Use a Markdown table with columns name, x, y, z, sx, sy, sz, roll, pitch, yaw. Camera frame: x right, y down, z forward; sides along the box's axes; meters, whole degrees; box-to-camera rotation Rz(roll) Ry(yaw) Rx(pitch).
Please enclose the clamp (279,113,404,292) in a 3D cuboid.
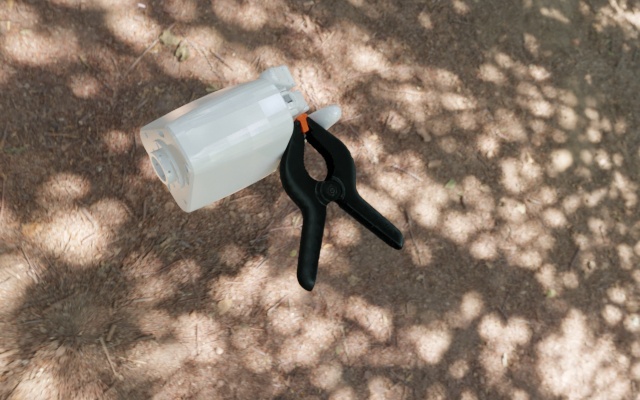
| name | x | y | z | sx | sy | sz | roll | pitch | yaw |
| --- | --- | --- | --- | --- | --- | --- | --- | --- | --- |
| clamp | 0.000 | 0.001 | 0.477 | 0.120 | 0.171 | 0.039 | -31 | 1 | -26 |
